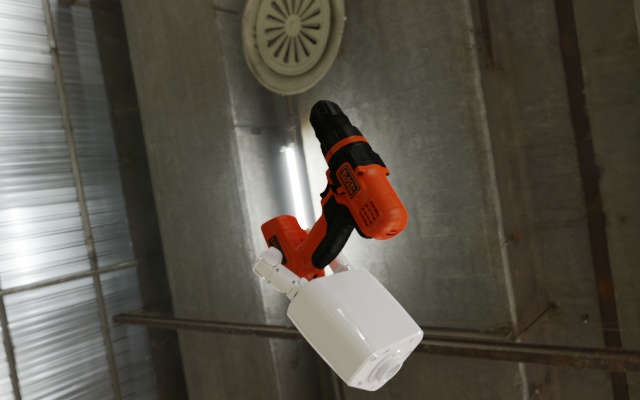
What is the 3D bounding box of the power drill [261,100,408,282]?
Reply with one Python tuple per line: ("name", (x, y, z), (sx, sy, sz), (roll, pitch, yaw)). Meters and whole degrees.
("power drill", (0.000, 0.002, 0.560), (0.057, 0.184, 0.188), (0, -38, -39))
